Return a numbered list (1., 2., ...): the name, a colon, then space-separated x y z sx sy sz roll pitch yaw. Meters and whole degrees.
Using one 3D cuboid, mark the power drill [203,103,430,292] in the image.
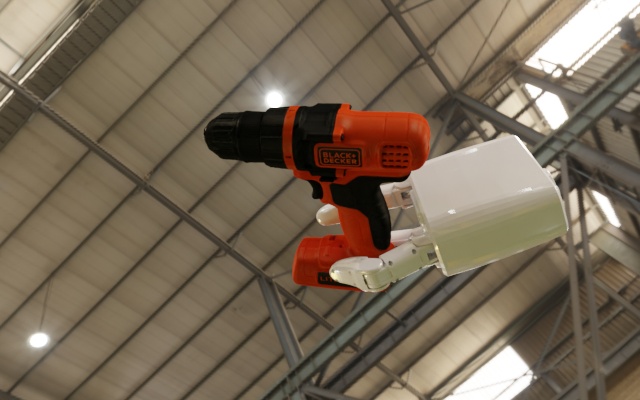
1. power drill: 0.000 0.002 0.429 0.184 0.188 0.057 4 44 13
